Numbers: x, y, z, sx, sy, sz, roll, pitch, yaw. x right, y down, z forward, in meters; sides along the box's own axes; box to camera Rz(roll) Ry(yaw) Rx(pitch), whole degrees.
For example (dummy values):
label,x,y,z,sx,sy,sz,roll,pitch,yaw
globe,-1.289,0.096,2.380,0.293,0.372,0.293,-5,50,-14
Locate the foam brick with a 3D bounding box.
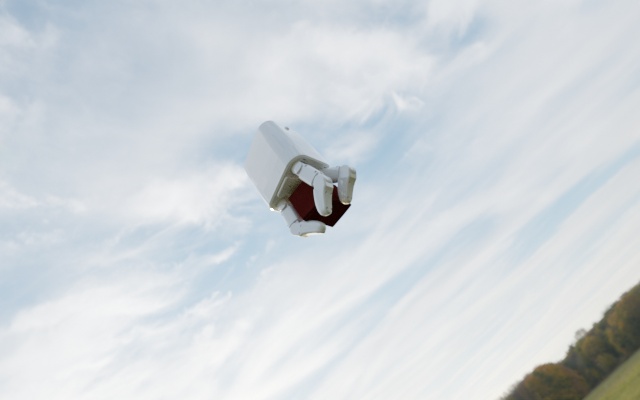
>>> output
label,x,y,z,sx,sy,sz,roll,pitch,yaw
foam brick,0.000,0.003,0.756,0.078,0.053,0.051,17,29,-52
